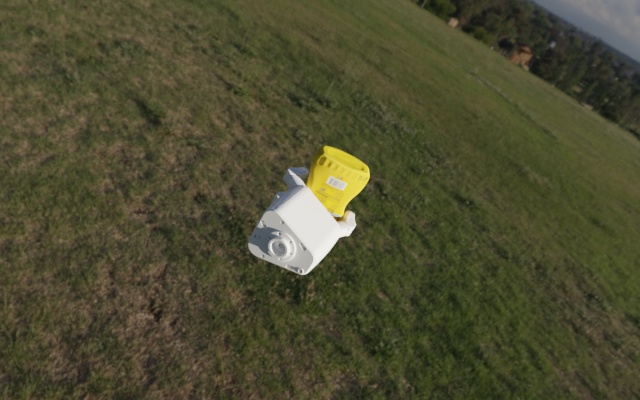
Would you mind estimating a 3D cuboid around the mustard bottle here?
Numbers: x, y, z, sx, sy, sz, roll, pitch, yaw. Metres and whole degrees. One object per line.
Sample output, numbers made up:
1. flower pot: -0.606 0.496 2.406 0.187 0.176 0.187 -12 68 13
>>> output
1. mustard bottle: 0.000 0.002 0.838 0.096 0.192 0.058 23 30 -14
